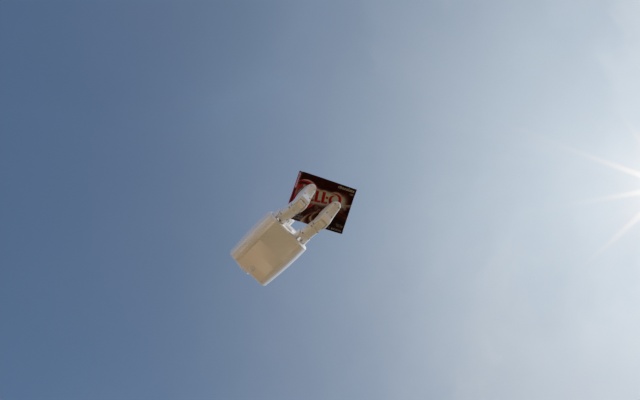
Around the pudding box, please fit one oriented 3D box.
[{"bbox_3d":[0.000,0.003,0.894,0.113,0.090,0.039,17,5,-15],"label":"pudding box"}]
